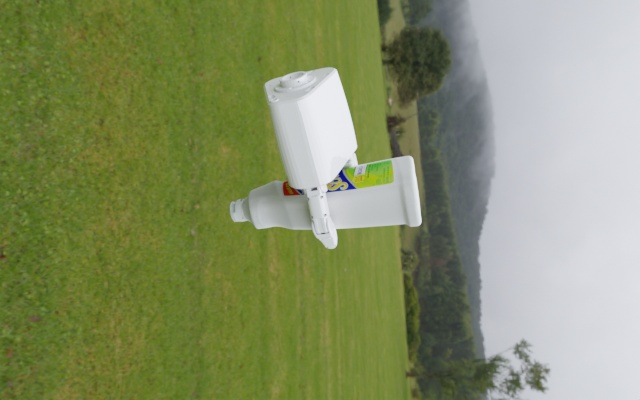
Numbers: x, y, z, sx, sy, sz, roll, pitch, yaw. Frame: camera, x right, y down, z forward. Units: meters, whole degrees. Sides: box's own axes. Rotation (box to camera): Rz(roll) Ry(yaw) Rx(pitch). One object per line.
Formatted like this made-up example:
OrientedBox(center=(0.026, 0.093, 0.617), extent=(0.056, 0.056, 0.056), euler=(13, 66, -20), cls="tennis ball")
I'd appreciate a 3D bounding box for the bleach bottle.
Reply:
OrientedBox(center=(0.000, 0.002, 0.626), extent=(0.251, 0.068, 0.102), euler=(-8, 29, 13), cls="bleach bottle")
